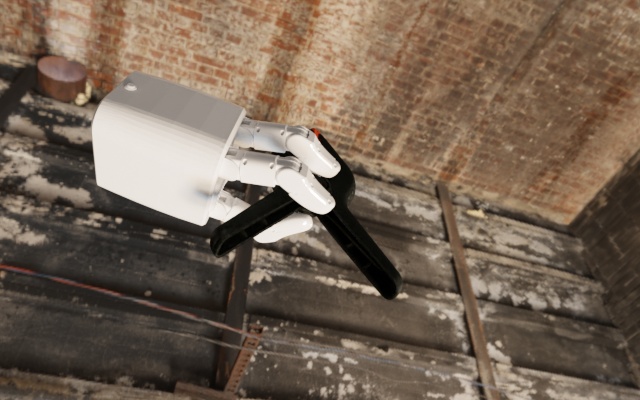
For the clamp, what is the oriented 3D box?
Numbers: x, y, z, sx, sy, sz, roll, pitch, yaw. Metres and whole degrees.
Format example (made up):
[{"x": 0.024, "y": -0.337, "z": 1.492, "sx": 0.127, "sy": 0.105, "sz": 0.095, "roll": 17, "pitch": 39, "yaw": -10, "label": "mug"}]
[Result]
[{"x": 0.000, "y": 0.002, "z": 0.457, "sx": 0.164, "sy": 0.036, "sz": 0.209, "roll": 21, "pitch": 37, "yaw": -9, "label": "clamp"}]
